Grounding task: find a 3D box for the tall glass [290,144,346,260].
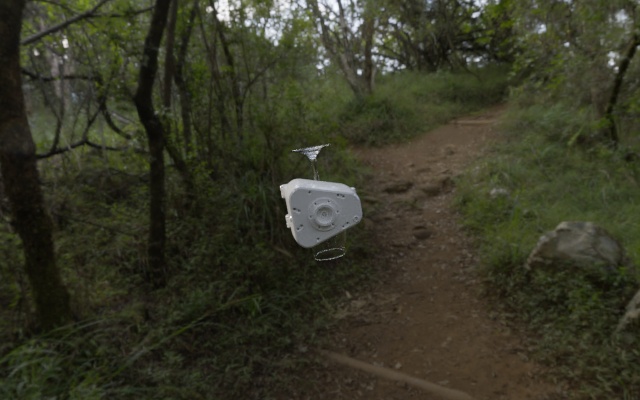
[{"bbox_3d":[0.000,0.002,0.861,0.079,0.201,0.079,-10,8,1],"label":"tall glass"}]
